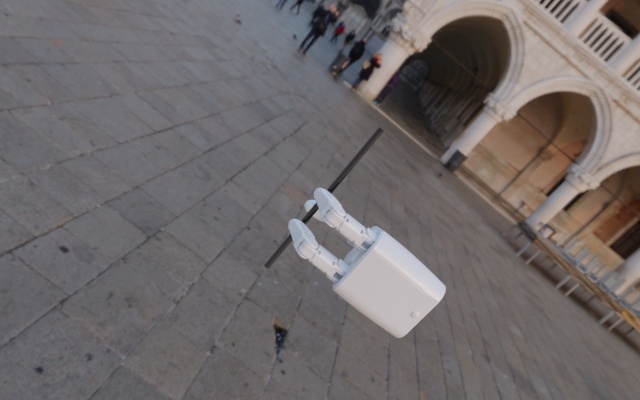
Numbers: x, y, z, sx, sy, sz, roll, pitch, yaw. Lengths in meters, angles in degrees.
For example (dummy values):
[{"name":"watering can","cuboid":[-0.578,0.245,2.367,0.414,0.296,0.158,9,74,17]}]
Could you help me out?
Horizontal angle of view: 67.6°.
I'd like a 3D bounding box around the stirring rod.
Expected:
[{"name":"stirring rod","cuboid":[0.000,0.002,0.613,0.011,0.239,0.011,35,19,-14]}]
